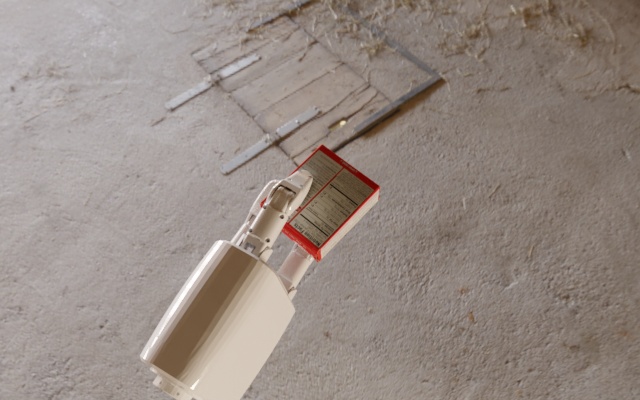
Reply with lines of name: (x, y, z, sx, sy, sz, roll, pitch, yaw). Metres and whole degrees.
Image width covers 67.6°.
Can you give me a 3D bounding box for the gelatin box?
gelatin box: (0.000, 0.001, 0.445, 0.073, 0.089, 0.030, 38, -20, 20)
